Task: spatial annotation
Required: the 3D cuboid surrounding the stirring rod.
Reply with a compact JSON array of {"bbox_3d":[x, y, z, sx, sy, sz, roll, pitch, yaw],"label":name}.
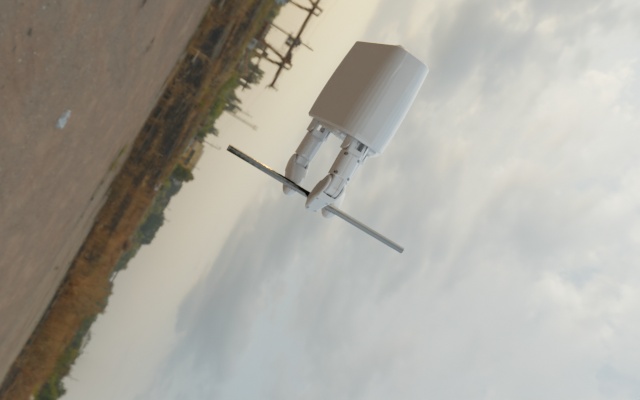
[{"bbox_3d":[0.000,0.002,0.546,0.239,0.011,0.011,31,-10,-17],"label":"stirring rod"}]
